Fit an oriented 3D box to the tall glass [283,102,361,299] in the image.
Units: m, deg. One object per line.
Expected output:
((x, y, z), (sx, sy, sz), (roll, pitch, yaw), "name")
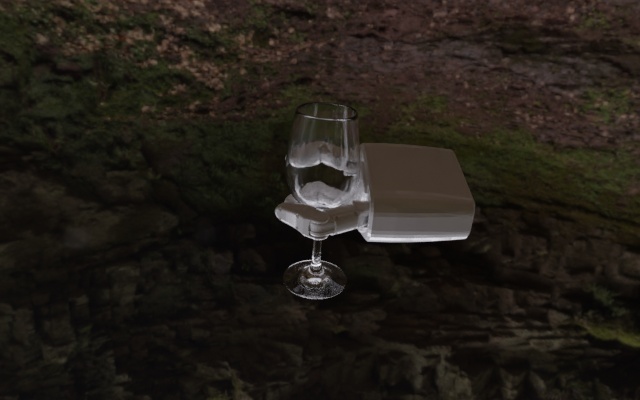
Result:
((0.000, 0.002, 0.508), (0.079, 0.201, 0.079), (3, 26, -1), "tall glass")
